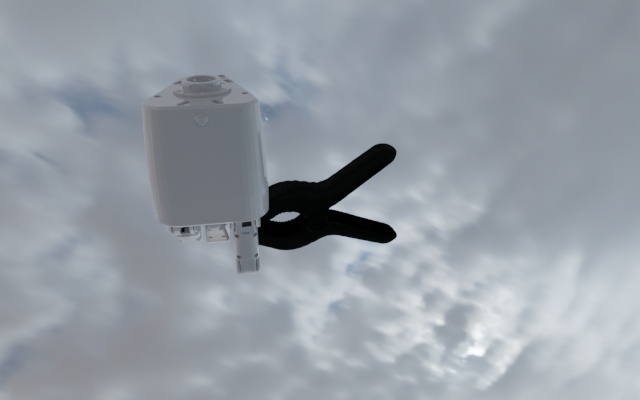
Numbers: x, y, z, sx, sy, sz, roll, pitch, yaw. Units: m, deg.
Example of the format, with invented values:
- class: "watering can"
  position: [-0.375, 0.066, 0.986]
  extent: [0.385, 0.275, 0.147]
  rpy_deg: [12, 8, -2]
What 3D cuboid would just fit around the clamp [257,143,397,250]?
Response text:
- class: "clamp"
  position: [0.000, 0.001, 0.470]
  extent: [0.171, 0.120, 0.039]
  rpy_deg: [-6, 32, -12]
